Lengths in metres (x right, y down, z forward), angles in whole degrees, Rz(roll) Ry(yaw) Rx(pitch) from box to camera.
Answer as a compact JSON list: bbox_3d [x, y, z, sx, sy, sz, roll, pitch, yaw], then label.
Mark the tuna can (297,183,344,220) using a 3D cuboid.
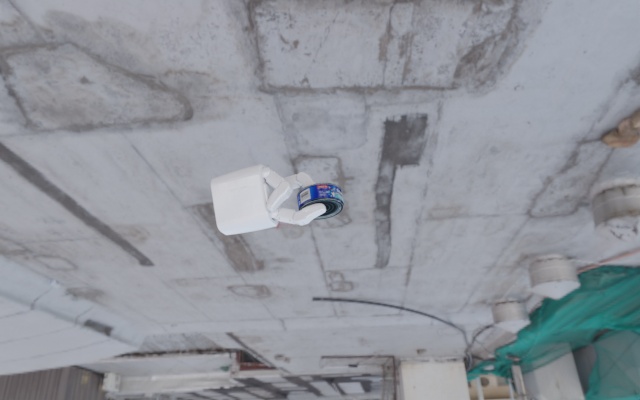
[{"bbox_3d":[0.000,0.003,0.887,0.086,0.033,0.086,-6,-28,-3],"label":"tuna can"}]
